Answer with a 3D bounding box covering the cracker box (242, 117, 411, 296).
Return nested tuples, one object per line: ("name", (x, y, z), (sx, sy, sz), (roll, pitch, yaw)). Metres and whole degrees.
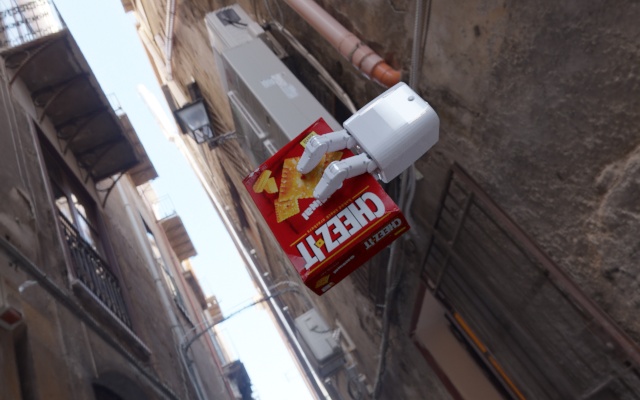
("cracker box", (0.000, 0.002, 0.703), (0.164, 0.213, 0.072), (-38, -34, 3))
